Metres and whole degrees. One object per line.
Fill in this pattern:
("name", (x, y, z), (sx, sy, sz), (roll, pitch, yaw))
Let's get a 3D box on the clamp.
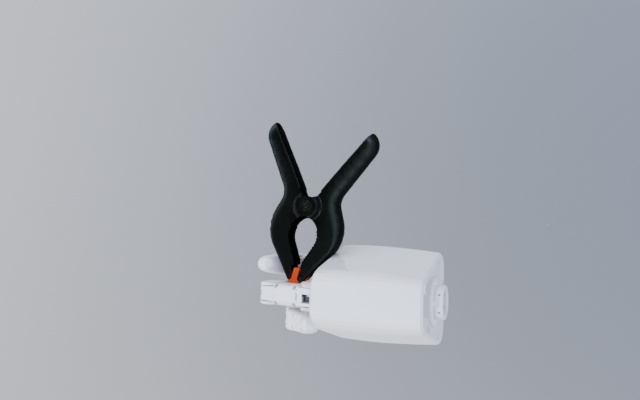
("clamp", (0.000, 0.002, 0.494), (0.120, 0.171, 0.039), (0, -3, 23))
